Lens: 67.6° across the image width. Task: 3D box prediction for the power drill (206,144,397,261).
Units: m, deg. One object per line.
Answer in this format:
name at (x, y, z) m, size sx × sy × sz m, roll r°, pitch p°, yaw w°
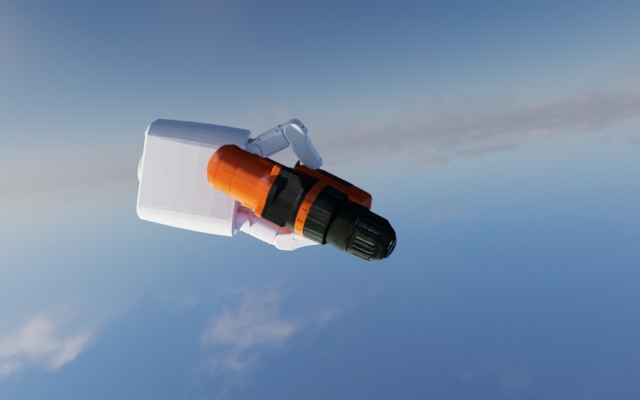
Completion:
power drill at (0.000, 0.002, 0.488) m, size 0.184 × 0.057 × 0.187 m, roll 27°, pitch 5°, yaw 14°
